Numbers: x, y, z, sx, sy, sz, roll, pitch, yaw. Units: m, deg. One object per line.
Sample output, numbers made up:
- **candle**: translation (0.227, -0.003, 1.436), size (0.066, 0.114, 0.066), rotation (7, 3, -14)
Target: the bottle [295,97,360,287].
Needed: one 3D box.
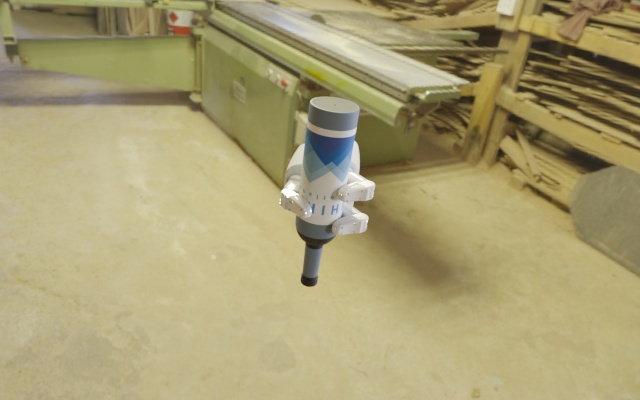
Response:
- **bottle**: translation (0.000, 0.002, 0.696), size (0.069, 0.296, 0.069), rotation (6, 28, -4)
